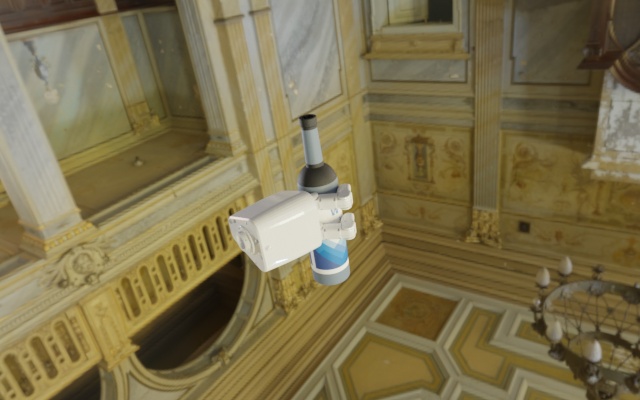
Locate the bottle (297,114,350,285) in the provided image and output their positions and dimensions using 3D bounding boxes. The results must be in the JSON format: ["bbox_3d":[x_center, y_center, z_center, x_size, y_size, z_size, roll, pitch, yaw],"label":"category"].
[{"bbox_3d":[0.000,0.003,0.790,0.069,0.296,0.069,-7,27,4],"label":"bottle"}]
